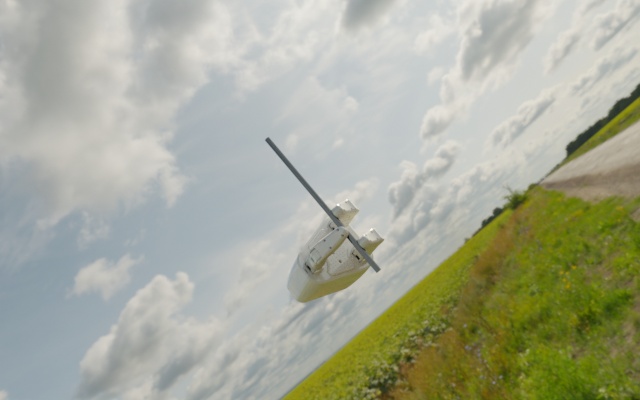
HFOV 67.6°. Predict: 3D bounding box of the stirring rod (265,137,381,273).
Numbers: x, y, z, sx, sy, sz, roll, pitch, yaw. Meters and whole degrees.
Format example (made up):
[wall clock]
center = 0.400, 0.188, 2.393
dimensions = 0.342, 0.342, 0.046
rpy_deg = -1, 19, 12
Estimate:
[stirring rod]
center = 0.000, 0.002, 0.645
dimensions = 0.011, 0.239, 0.011
rpy_deg = -37, -14, -11
